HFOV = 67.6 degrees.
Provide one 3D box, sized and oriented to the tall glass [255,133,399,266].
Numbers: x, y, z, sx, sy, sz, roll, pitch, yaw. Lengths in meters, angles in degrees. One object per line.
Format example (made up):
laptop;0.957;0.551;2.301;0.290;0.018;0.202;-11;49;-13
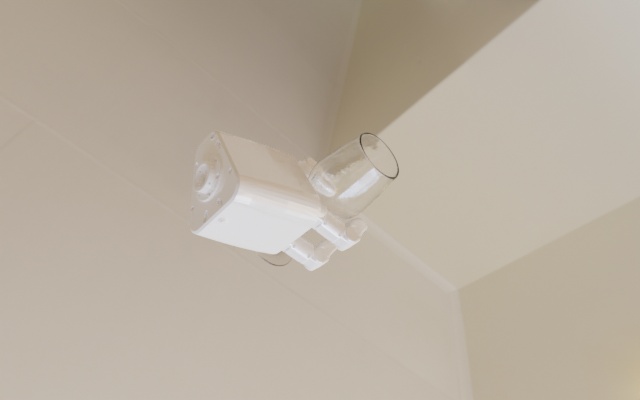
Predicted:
tall glass;0.000;0.002;0.577;0.201;0.079;0.079;-38;-23;33
